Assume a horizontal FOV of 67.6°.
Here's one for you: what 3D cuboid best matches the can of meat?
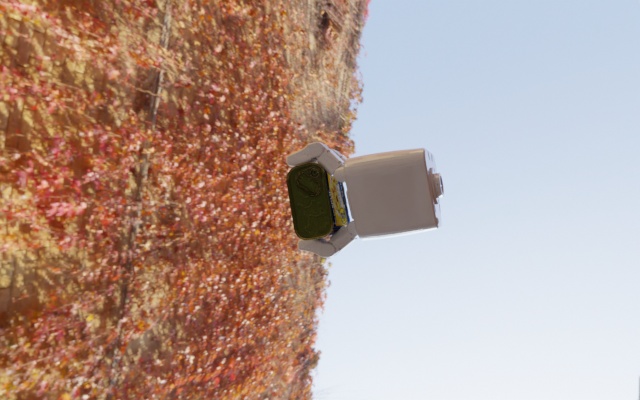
[{"bbox_3d":[0.000,0.002,0.673,0.057,0.102,0.084,-12,-6,21],"label":"can of meat"}]
